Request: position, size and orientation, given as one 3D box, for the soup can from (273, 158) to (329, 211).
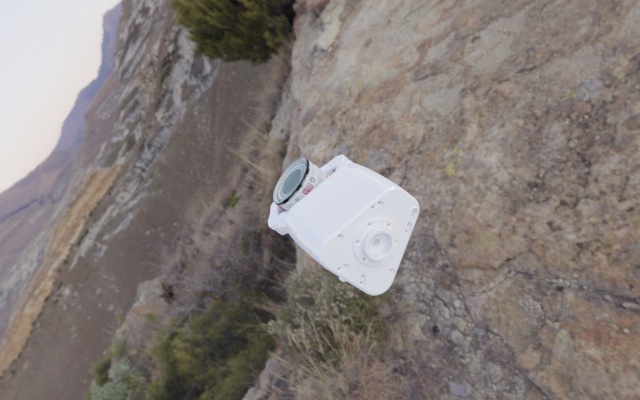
[{"bbox_3d":[0.000,0.002,0.597,0.102,0.068,0.068,35,-16,-25],"label":"soup can"}]
